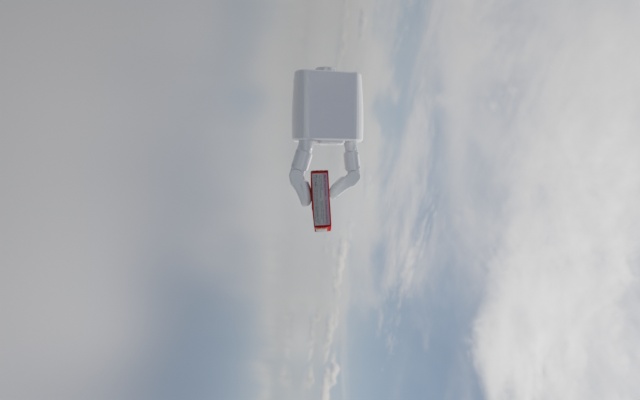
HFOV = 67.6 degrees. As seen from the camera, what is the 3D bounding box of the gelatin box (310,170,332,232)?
[{"bbox_3d":[0.001,0.003,0.753,0.030,0.089,0.073,-4,-9,-1],"label":"gelatin box"}]
